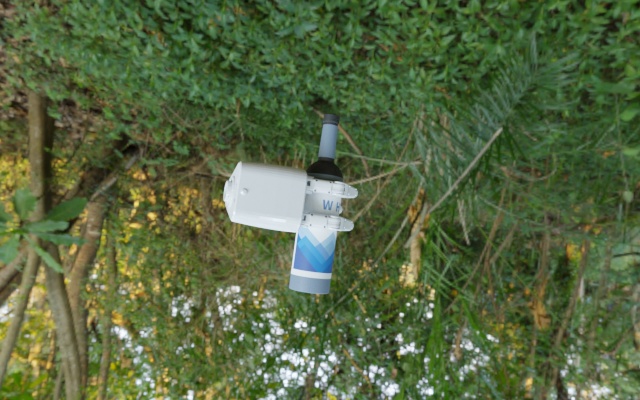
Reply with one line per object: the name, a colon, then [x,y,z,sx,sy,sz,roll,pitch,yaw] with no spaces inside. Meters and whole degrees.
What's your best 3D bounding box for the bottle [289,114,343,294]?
bottle: [0.000,0.003,0.796,0.069,0.295,0.069,7,-4,1]
